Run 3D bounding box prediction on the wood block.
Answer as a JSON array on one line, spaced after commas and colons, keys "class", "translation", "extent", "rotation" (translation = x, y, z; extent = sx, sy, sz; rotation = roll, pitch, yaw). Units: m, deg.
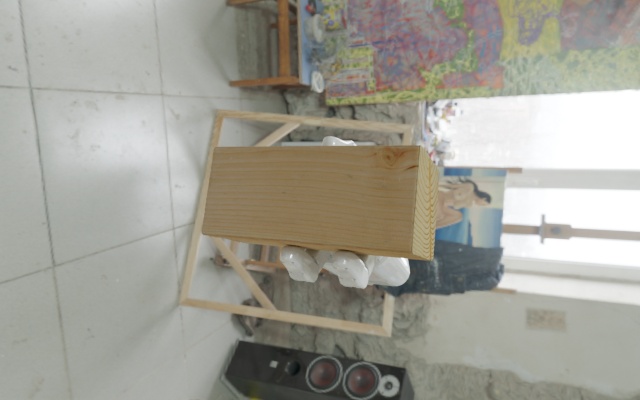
[{"class": "wood block", "translation": [0.000, 0.001, 0.461], "extent": [0.206, 0.091, 0.090], "rotation": [2, -10, 25]}]
